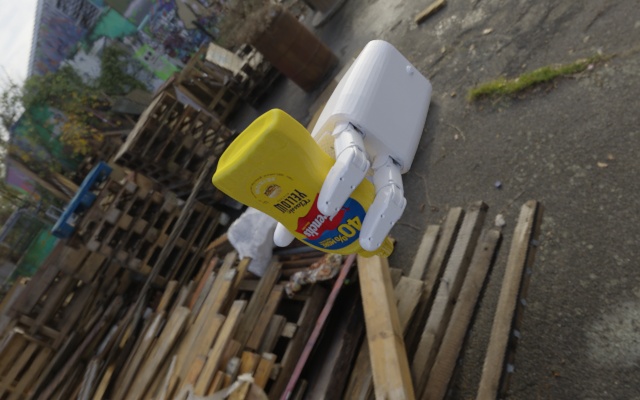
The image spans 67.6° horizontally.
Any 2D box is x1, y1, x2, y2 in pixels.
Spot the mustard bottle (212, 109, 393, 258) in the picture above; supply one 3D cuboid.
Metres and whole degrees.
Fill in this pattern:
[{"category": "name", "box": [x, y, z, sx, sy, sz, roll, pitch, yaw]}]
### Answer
[{"category": "mustard bottle", "box": [0.000, 0.002, 0.458, 0.192, 0.058, 0.096, 36, -52, -26]}]
